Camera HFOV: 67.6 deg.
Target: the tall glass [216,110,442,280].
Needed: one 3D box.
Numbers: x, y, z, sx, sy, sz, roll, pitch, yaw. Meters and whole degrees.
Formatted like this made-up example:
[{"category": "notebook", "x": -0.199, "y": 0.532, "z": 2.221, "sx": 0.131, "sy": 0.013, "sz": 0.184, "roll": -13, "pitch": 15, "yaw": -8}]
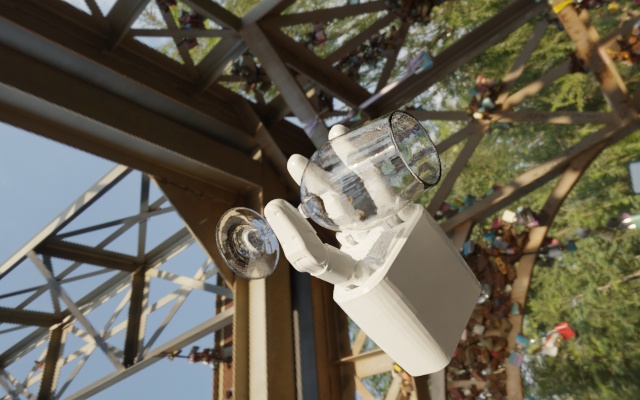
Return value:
[{"category": "tall glass", "x": -0.001, "y": 0.002, "z": 0.401, "sx": 0.201, "sy": 0.079, "sz": 0.079, "roll": -30, "pitch": -19, "yaw": 37}]
